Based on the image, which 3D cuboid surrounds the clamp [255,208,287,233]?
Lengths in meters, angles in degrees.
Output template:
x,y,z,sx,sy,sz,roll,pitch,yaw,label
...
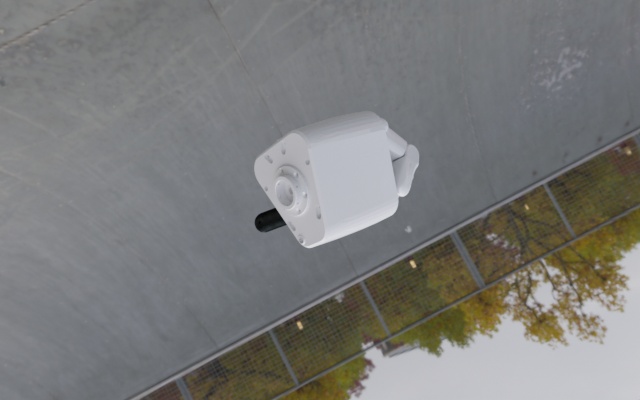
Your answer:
x,y,z,sx,sy,sz,roll,pitch,yaw,label
0.000,0.002,0.587,0.120,0.039,0.171,-18,-10,-42,clamp
